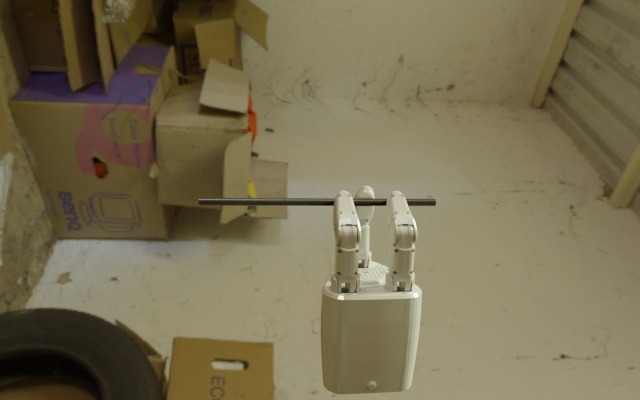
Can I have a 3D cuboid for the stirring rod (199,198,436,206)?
[{"bbox_3d":[0.000,0.002,0.484,0.239,0.011,0.011,0,0,-7],"label":"stirring rod"}]
